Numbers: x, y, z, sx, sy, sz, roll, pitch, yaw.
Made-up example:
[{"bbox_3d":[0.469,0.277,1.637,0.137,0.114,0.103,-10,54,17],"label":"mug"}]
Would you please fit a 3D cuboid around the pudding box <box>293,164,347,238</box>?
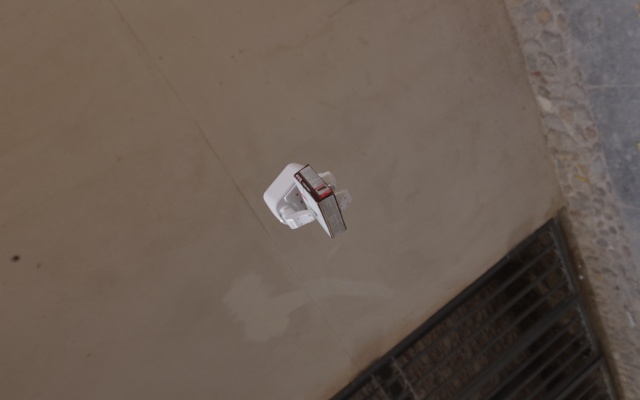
[{"bbox_3d":[0.000,0.003,0.860,0.039,0.090,0.114,-35,-39,-9],"label":"pudding box"}]
